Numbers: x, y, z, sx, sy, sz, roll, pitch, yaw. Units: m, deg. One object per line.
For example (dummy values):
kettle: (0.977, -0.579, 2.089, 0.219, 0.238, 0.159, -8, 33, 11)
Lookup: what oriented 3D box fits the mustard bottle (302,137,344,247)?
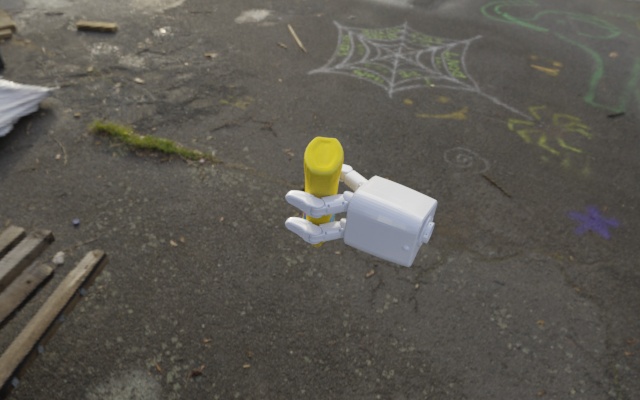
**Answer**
mustard bottle: (0.000, 0.002, 0.755, 0.058, 0.192, 0.096, 5, 41, 0)
